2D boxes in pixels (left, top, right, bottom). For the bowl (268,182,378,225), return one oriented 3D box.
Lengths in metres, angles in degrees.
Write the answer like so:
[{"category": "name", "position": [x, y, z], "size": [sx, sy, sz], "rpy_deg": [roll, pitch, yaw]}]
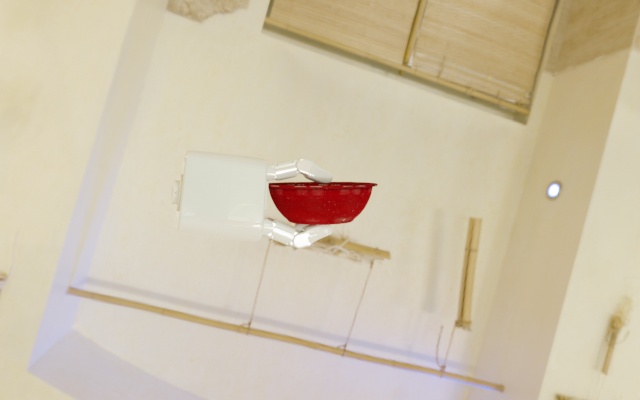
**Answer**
[{"category": "bowl", "position": [0.001, 0.003, 0.677], "size": [0.162, 0.055, 0.162], "rpy_deg": [-1, 4, 0]}]
